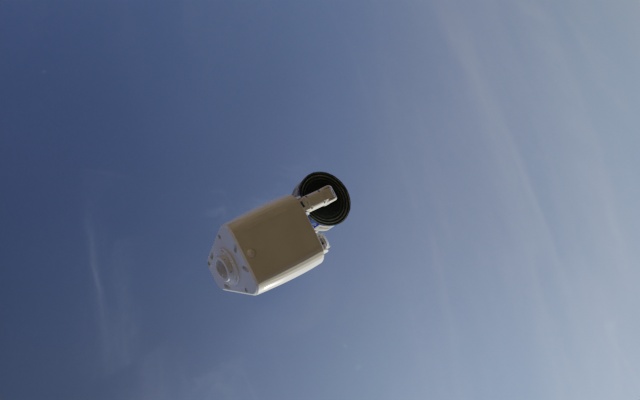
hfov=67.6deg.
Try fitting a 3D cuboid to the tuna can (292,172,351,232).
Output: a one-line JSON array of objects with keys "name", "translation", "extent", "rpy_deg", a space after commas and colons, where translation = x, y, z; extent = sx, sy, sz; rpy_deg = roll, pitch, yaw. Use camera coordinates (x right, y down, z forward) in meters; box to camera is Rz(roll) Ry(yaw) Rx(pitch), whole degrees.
[{"name": "tuna can", "translation": [0.000, 0.003, 0.713], "extent": [0.086, 0.086, 0.034], "rpy_deg": [0, -21, -30]}]
